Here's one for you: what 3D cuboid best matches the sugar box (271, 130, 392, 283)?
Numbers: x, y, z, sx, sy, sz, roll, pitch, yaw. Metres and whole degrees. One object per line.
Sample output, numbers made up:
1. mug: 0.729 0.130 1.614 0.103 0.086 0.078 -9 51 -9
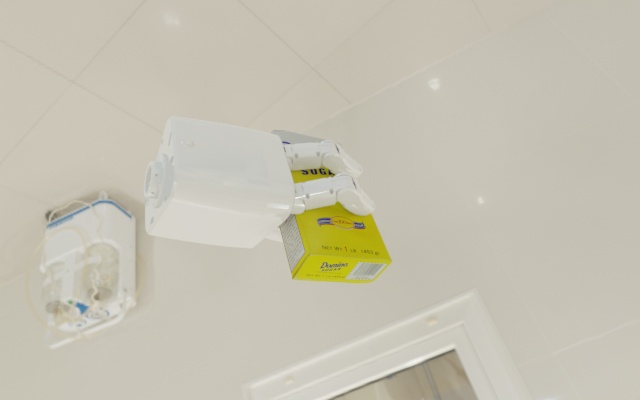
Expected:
1. sugar box: 0.000 0.001 0.495 0.093 0.176 0.048 9 -45 -30
